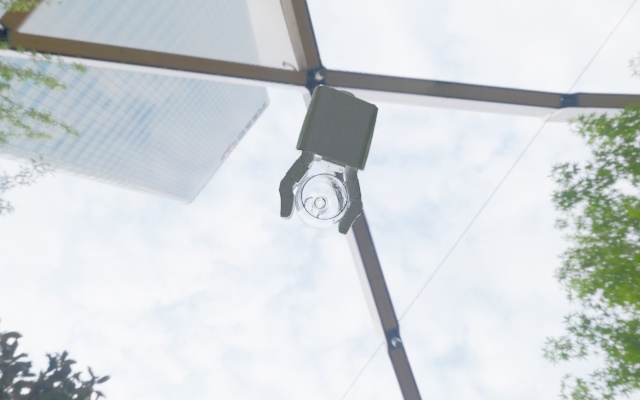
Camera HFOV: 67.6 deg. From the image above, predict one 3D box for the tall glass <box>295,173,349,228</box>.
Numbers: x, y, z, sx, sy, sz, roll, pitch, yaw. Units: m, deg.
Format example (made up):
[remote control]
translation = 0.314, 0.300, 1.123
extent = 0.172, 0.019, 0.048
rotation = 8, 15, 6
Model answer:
[tall glass]
translation = 0.000, 0.003, 0.722
extent = 0.079, 0.079, 0.201
rotation = 0, -4, -3
